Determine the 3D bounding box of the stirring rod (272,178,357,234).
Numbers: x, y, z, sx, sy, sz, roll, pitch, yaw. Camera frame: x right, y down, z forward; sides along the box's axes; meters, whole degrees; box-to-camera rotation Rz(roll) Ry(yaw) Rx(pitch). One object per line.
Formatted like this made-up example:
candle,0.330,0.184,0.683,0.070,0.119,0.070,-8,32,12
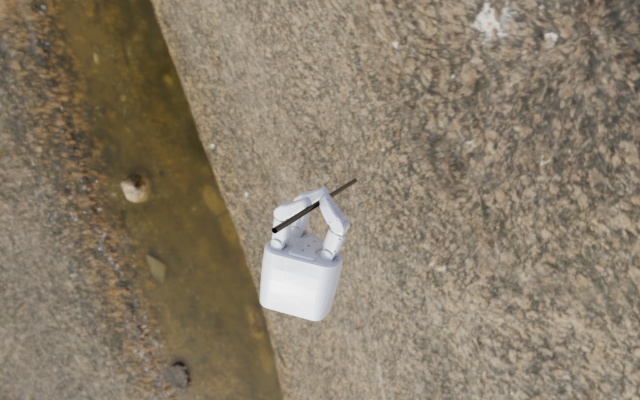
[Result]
stirring rod,0.000,0.002,0.687,0.011,0.011,0.239,0,17,30
